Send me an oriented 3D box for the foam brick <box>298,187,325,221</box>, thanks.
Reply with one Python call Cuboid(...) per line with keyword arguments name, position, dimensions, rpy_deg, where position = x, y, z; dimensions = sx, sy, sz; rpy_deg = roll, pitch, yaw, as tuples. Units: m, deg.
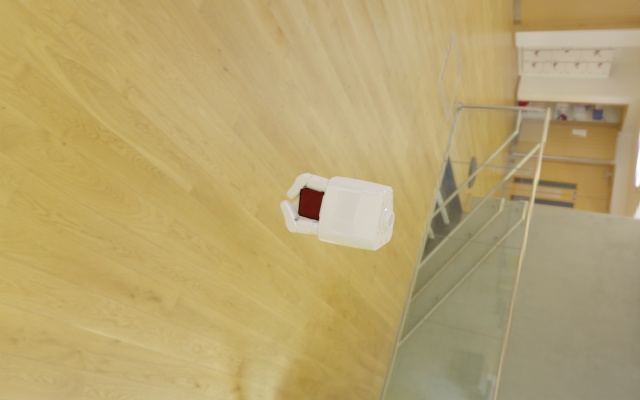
Cuboid(name="foam brick", position=(0.000, 0.003, 0.883), dimensions=(0.051, 0.053, 0.078), rpy_deg=(13, 15, 25))
